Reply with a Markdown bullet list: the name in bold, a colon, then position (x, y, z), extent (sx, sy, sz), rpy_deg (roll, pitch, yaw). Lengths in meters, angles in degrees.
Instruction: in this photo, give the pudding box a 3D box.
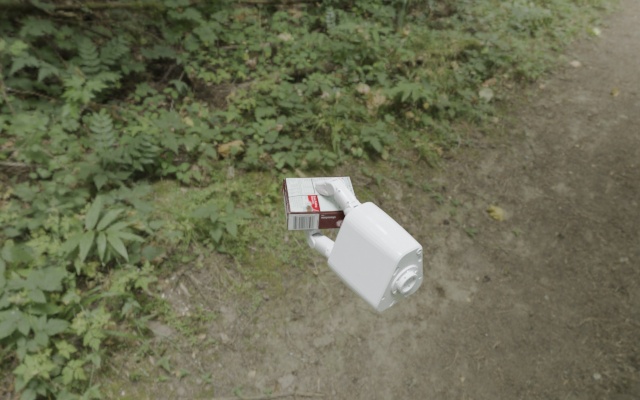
- **pudding box**: position (0.000, 0.002, 0.747), extent (0.113, 0.039, 0.090), rpy_deg (-1, 39, -10)
